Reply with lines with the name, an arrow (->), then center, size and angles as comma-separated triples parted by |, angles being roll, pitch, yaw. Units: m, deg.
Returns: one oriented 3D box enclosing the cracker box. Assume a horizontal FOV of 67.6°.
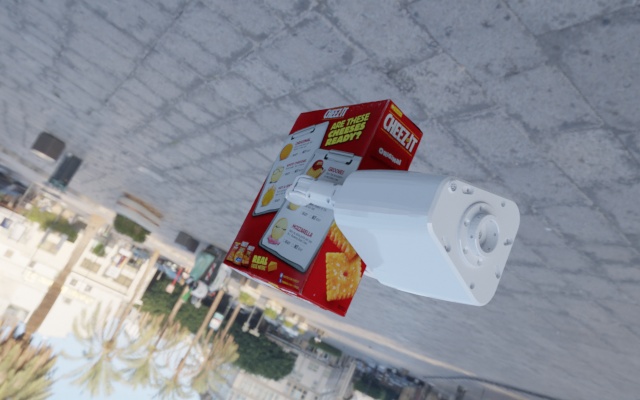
cracker box -> 0.000, 0.002, 0.531 | 0.072, 0.213, 0.164 | 35, -17, -33
